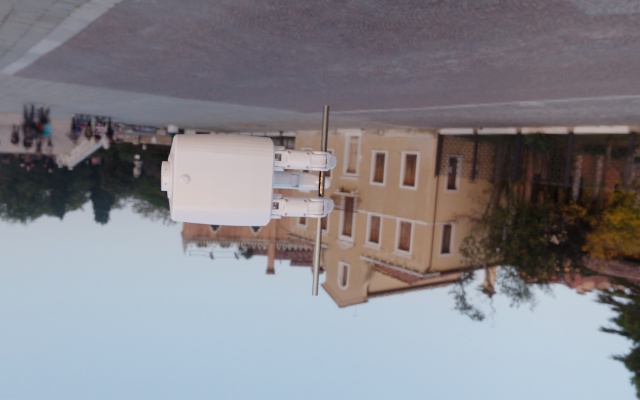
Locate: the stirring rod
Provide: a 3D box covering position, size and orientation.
[{"bbox_3d":[0.000,0.002,0.603,0.011,0.239,0.011,3,5,0],"label":"stirring rod"}]
